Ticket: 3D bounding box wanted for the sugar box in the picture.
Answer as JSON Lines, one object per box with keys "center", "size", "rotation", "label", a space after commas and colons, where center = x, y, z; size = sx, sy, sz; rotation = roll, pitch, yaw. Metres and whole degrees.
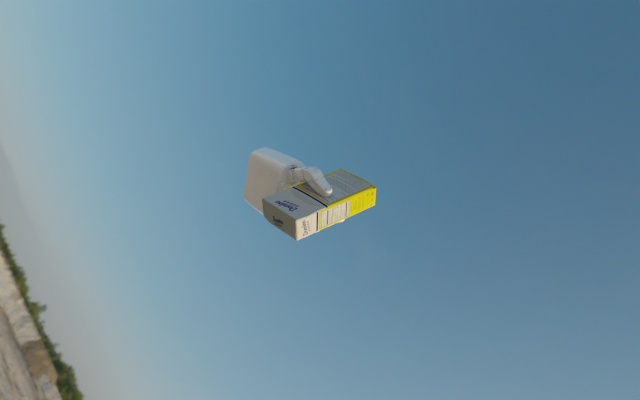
{"center": [0.000, 0.003, 0.801], "size": [0.176, 0.048, 0.093], "rotation": [-24, 37, -33], "label": "sugar box"}
